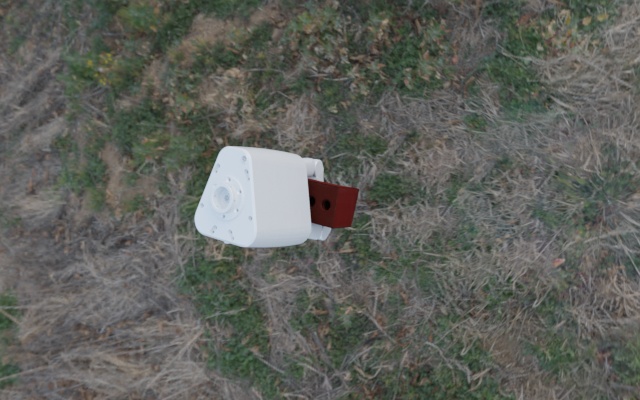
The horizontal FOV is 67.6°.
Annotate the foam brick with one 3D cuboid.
[{"bbox_3d":[0.000,0.002,0.611,0.078,0.053,0.051,12,5,30],"label":"foam brick"}]
